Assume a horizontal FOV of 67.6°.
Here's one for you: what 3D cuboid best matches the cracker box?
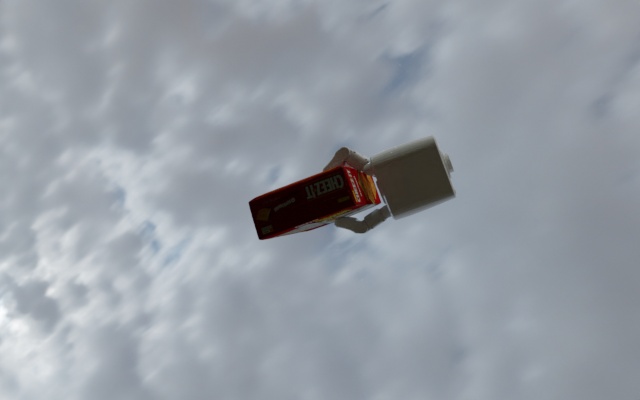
[{"bbox_3d":[0.000,0.003,0.804,0.164,0.072,0.213,-21,-6,16],"label":"cracker box"}]
